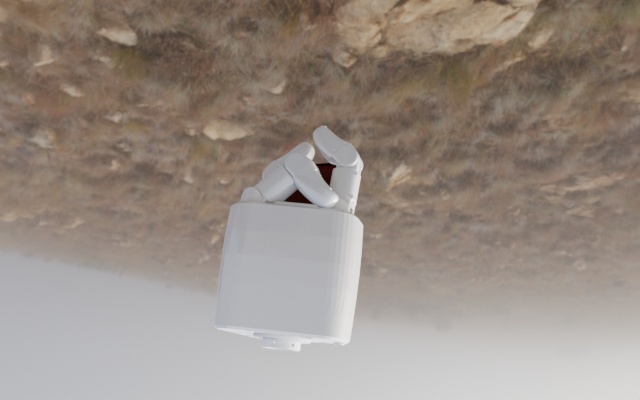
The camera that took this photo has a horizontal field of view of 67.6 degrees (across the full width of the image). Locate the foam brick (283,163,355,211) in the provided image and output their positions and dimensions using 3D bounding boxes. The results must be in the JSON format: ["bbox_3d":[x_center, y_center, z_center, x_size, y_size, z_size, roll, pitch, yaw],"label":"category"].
[{"bbox_3d":[0.000,0.002,0.483,0.053,0.051,0.078,-2,-21,19],"label":"foam brick"}]
